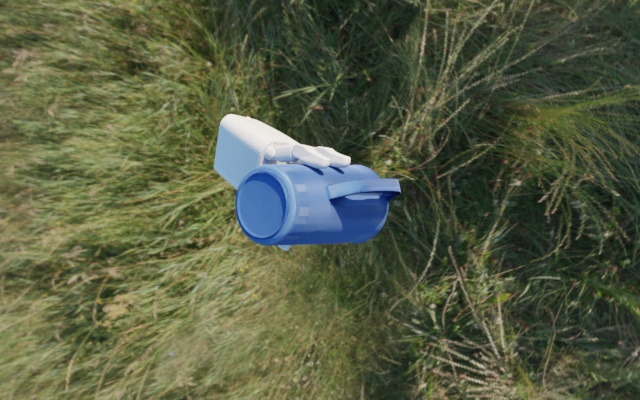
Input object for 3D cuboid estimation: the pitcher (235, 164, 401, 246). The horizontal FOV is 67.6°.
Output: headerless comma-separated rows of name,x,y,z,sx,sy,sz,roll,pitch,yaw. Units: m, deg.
pitcher,0.000,0.002,0.716,0.145,0.149,0.243,36,20,29
